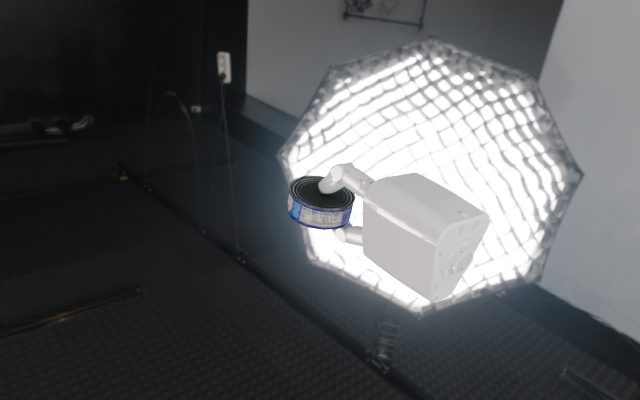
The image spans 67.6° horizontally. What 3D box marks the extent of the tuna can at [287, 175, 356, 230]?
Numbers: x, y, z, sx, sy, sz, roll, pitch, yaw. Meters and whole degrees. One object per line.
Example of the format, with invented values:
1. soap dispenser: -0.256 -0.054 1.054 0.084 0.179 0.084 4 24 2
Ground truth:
1. tuna can: 0.000 0.002 0.613 0.086 0.034 0.086 8 30 -5
